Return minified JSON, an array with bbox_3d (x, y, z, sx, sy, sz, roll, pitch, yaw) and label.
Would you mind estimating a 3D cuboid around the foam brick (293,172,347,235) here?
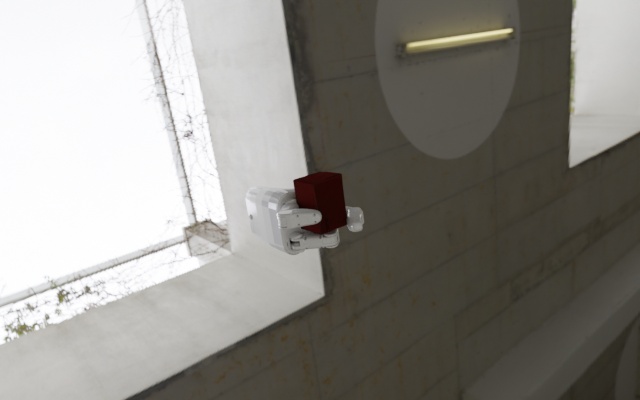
[{"bbox_3d":[0.000,0.002,0.684,0.053,0.078,0.051,-19,21,-34],"label":"foam brick"}]
